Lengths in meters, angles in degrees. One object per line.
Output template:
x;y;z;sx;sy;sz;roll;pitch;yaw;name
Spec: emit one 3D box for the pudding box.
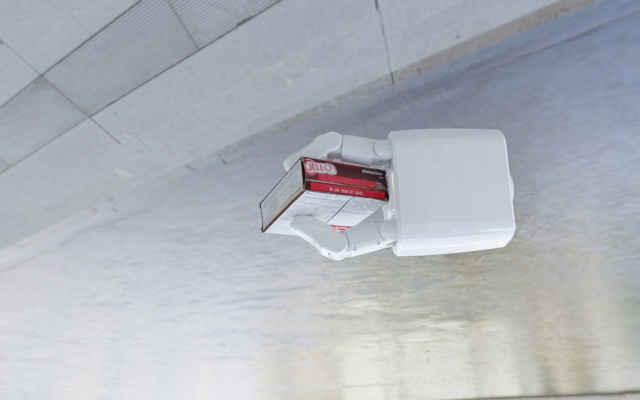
0.000;0.002;0.472;0.090;0.039;0.113;8;-28;-25;pudding box
